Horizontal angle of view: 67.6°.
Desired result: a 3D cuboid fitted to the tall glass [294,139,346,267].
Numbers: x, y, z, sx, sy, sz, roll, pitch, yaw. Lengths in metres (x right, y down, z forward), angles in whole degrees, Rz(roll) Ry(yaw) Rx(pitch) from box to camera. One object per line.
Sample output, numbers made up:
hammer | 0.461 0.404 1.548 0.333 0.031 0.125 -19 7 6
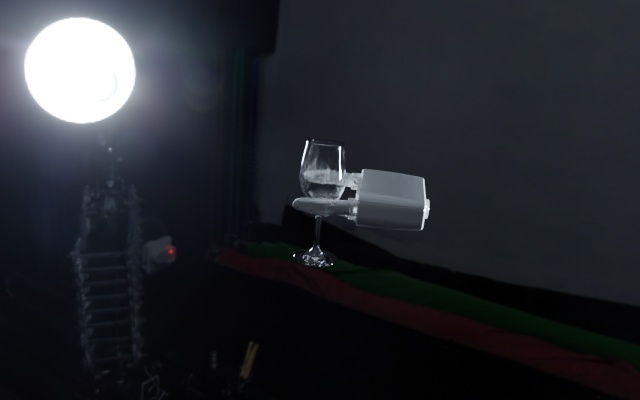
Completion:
tall glass | 0.000 0.003 0.791 0.079 0.201 0.079 4 15 -1
